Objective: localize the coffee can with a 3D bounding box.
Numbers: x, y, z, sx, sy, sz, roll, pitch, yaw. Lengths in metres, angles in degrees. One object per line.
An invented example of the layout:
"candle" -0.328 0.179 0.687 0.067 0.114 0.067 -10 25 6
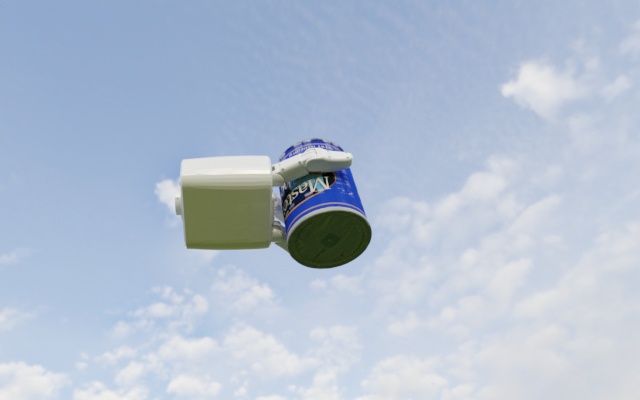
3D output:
"coffee can" 0.000 0.002 0.616 0.103 0.103 0.140 0 42 -13
